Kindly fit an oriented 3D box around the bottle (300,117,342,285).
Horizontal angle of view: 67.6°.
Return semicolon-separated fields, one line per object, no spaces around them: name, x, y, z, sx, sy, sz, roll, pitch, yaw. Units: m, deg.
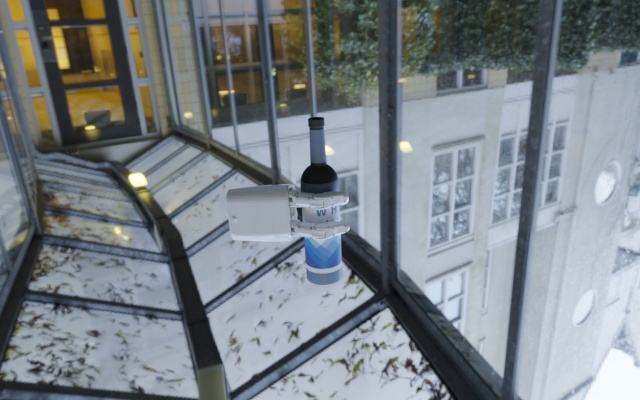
bottle;0.000;0.003;0.836;0.069;0.296;0.069;-3;20;1
